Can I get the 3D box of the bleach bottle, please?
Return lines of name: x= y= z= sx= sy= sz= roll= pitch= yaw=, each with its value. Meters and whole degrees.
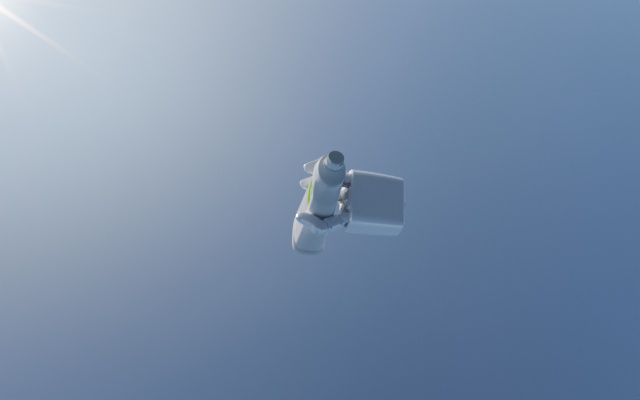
bleach bottle: x=0.000 y=0.003 z=0.897 sx=0.068 sy=0.102 sz=0.251 roll=7 pitch=-34 yaw=-10
